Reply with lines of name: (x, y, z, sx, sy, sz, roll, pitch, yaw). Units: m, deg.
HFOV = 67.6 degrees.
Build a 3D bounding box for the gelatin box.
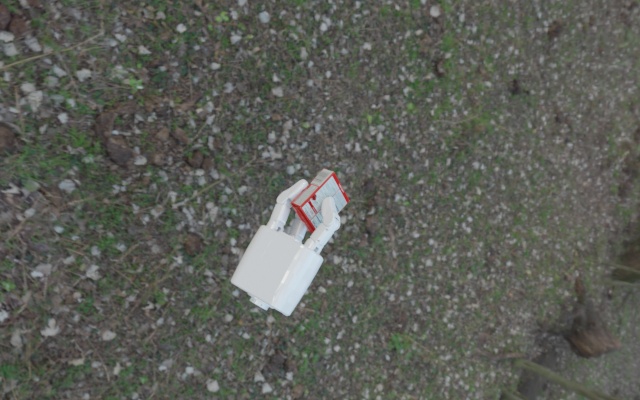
gelatin box: (0.001, 0.003, 0.803, 0.030, 0.089, 0.073, 24, -27, 45)
